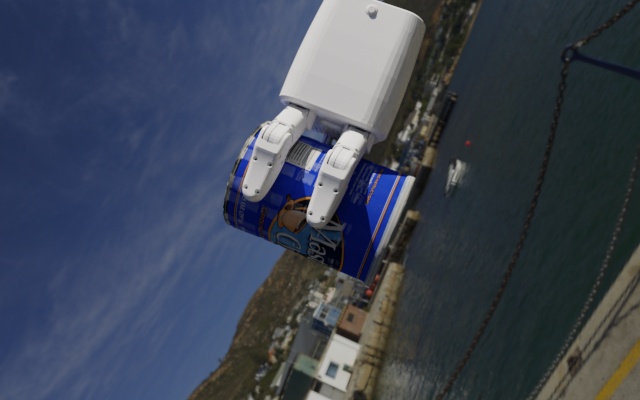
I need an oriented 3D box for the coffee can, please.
[{"bbox_3d":[0.000,0.002,0.428,0.140,0.103,0.103,22,3,9],"label":"coffee can"}]
